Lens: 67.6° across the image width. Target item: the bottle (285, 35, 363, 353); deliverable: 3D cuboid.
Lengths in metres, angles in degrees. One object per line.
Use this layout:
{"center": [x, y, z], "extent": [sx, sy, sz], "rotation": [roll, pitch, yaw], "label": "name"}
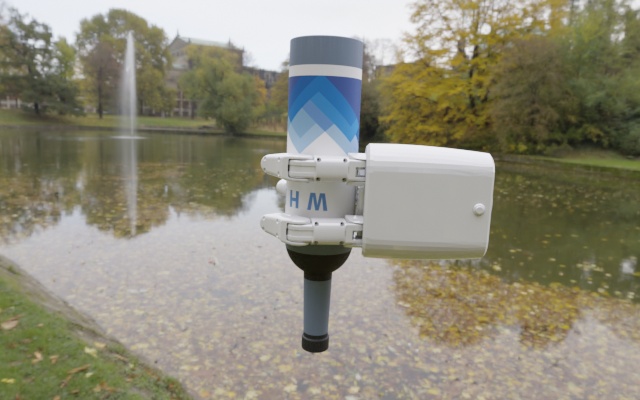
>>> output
{"center": [0.000, 0.001, 0.455], "extent": [0.069, 0.296, 0.069], "rotation": [2, 9, 0], "label": "bottle"}
